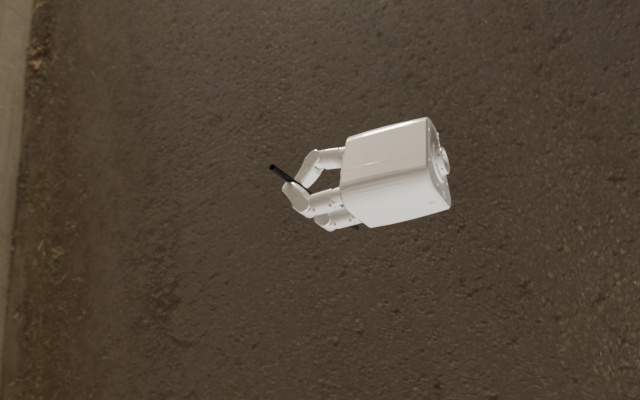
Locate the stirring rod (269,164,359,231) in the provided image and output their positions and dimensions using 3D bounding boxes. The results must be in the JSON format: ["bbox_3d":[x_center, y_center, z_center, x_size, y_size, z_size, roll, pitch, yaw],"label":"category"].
[{"bbox_3d":[0.000,0.002,0.675,0.011,0.011,0.240,0,-21,32],"label":"stirring rod"}]
